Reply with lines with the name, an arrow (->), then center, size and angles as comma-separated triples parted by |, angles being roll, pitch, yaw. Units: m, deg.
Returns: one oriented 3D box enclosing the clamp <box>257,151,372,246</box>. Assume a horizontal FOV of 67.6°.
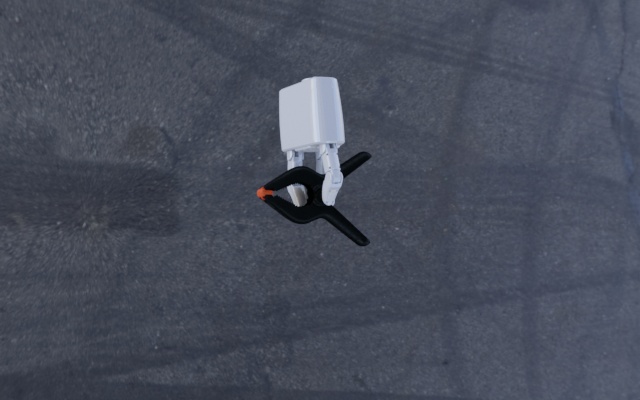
clamp -> 0.000, 0.002, 0.793 | 0.210, 0.164, 0.036 | -4, -2, -26
